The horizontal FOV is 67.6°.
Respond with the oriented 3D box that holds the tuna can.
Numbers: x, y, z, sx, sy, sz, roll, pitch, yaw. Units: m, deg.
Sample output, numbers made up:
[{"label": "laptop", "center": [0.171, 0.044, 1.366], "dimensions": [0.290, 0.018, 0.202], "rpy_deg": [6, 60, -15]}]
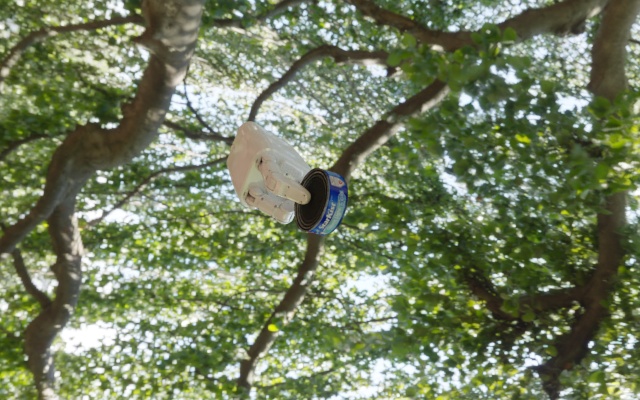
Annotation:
[{"label": "tuna can", "center": [0.001, 0.002, 0.630], "dimensions": [0.034, 0.086, 0.086], "rpy_deg": [14, -7, -29]}]
